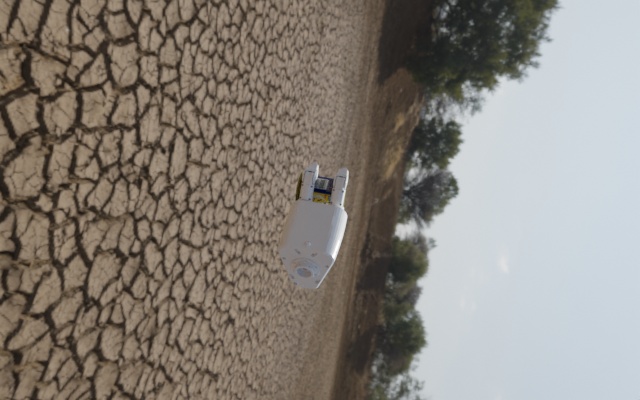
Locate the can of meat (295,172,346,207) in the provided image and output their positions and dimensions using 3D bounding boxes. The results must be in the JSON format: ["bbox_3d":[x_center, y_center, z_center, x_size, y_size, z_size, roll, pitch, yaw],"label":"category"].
[{"bbox_3d":[0.000,0.003,0.880,0.084,0.102,0.057,10,41,7],"label":"can of meat"}]
